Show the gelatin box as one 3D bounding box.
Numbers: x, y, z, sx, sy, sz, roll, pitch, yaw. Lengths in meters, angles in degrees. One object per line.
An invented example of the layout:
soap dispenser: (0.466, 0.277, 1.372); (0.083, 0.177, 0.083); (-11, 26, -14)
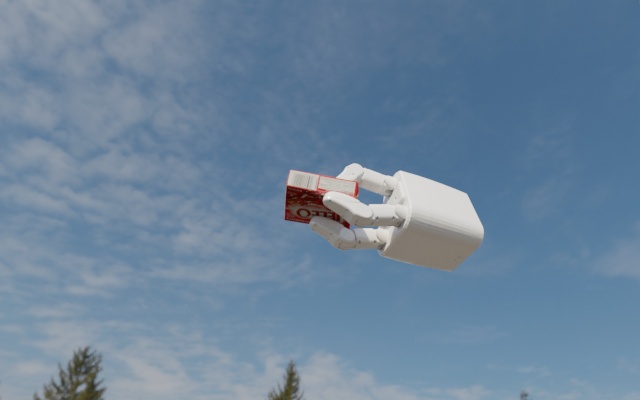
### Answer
gelatin box: (0.000, 0.002, 0.609); (0.089, 0.030, 0.073); (10, -38, 1)
